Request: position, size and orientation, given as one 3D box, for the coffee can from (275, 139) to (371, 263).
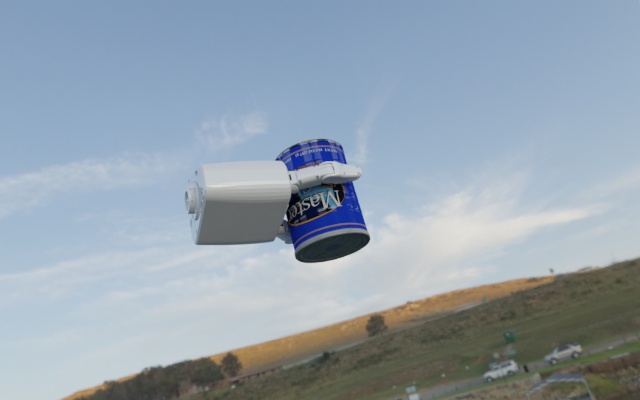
[{"bbox_3d":[0.000,0.002,0.654,0.103,0.140,0.103,-13,-24,-6],"label":"coffee can"}]
